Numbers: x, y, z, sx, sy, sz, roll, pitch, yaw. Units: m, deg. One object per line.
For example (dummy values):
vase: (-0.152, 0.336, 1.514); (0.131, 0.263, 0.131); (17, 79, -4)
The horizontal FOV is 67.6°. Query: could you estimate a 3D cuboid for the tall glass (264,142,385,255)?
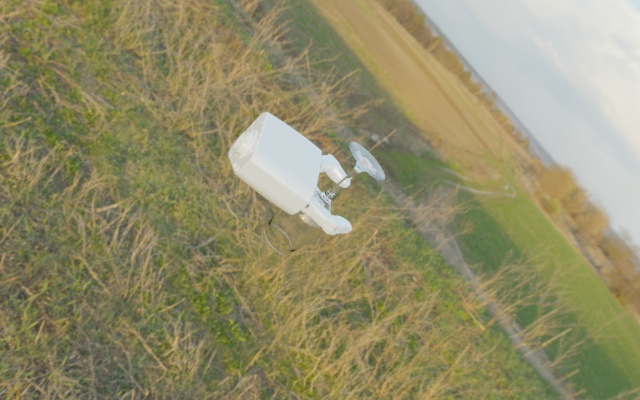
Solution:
tall glass: (0.001, 0.002, 0.736); (0.201, 0.079, 0.079); (-42, -19, 23)
